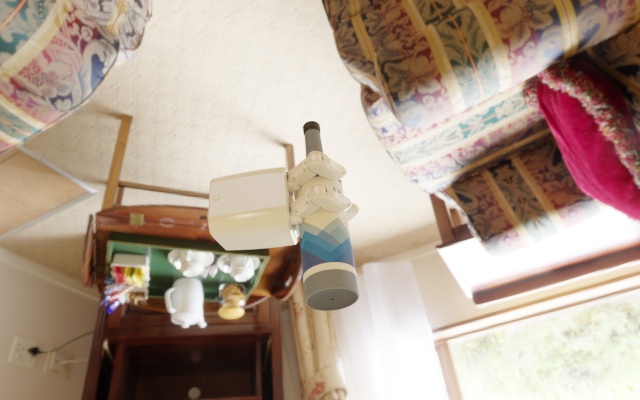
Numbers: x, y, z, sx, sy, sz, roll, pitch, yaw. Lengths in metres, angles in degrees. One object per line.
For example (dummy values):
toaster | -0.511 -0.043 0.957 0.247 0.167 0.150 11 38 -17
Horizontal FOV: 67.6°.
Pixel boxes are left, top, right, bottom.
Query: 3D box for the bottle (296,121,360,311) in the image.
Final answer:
bottle | 0.000 0.002 0.662 0.069 0.295 0.069 -5 -36 -3
